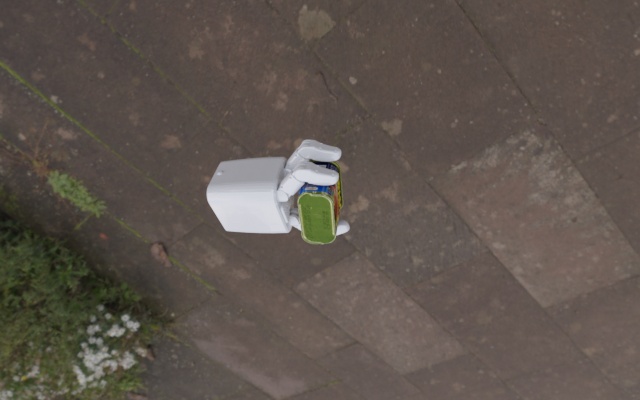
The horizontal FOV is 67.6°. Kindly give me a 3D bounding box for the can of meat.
[{"bbox_3d":[0.000,0.003,0.711,0.057,0.102,0.084,1,39,9],"label":"can of meat"}]
